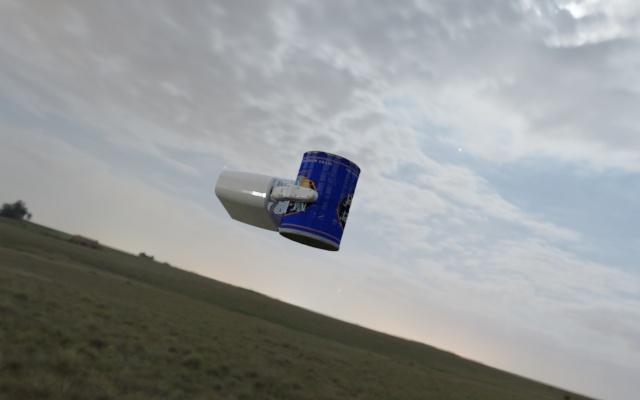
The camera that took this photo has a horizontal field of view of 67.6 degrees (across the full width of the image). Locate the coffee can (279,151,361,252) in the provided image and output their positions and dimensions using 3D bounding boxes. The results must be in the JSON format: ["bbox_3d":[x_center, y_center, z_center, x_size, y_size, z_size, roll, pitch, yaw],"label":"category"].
[{"bbox_3d":[0.000,0.003,0.790,0.103,0.140,0.103,16,-13,4],"label":"coffee can"}]
